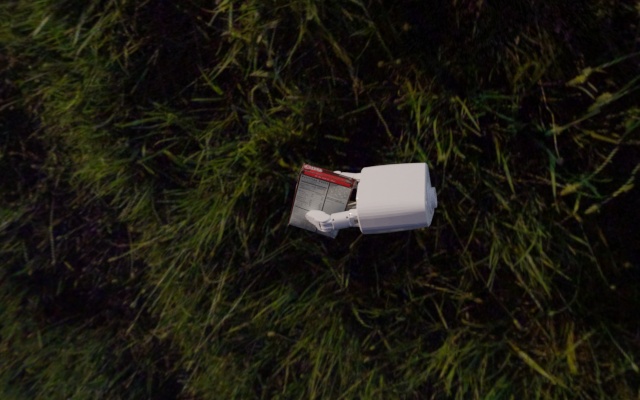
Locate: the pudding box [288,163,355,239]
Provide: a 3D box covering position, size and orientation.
[{"bbox_3d":[0.000,0.003,0.801,0.090,0.114,0.039,17,32,2],"label":"pudding box"}]
